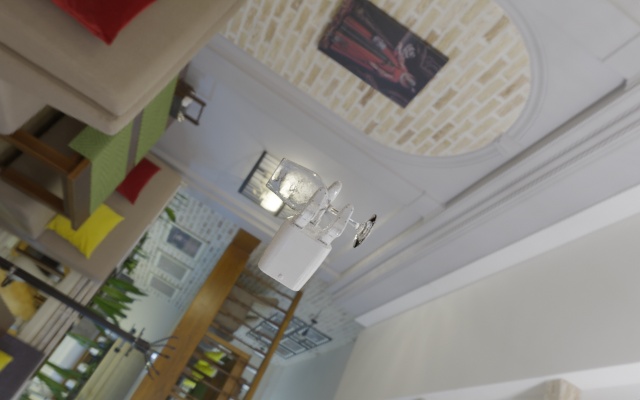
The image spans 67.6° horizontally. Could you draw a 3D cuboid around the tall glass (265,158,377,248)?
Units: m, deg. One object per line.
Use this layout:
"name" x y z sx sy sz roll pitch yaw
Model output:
"tall glass" 0.001 0.003 0.868 0.201 0.079 0.079 34 -5 -8
